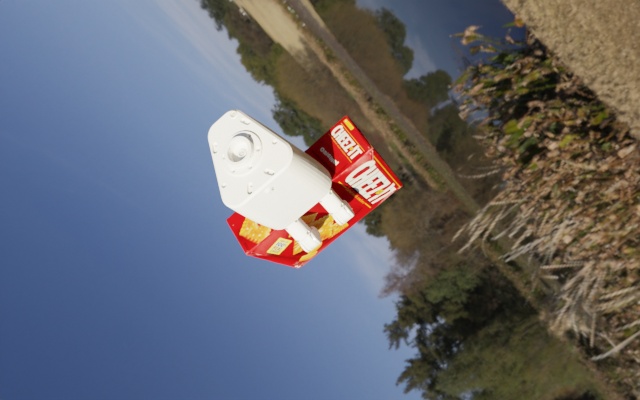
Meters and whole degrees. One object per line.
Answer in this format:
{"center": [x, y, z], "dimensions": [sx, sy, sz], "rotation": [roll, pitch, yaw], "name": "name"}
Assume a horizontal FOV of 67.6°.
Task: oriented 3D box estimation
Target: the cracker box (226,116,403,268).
{"center": [0.000, 0.002, 0.679], "dimensions": [0.214, 0.072, 0.164], "rotation": [-39, -26, 9], "name": "cracker box"}
